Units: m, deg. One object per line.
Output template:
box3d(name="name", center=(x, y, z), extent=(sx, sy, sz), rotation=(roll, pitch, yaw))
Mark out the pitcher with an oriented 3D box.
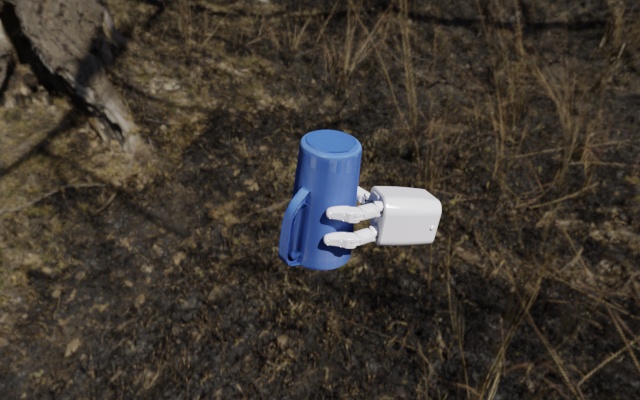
box3d(name="pitcher", center=(0.000, 0.003, 0.875), extent=(0.145, 0.243, 0.149), rotation=(3, 32, -6))
